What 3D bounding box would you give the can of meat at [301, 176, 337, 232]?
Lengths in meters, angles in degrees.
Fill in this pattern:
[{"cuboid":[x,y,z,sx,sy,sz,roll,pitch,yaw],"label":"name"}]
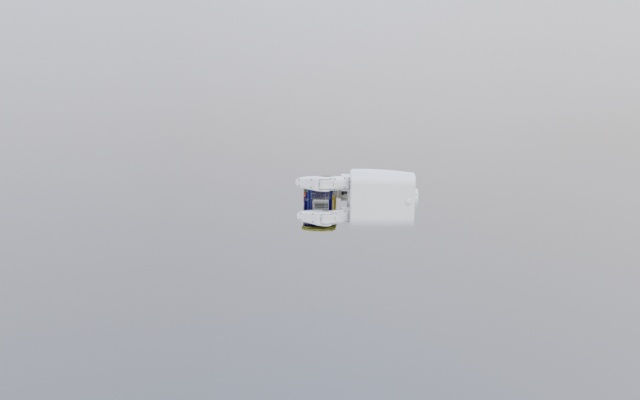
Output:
[{"cuboid":[0.000,0.002,0.825,0.057,0.084,0.102,2,8,5],"label":"can of meat"}]
